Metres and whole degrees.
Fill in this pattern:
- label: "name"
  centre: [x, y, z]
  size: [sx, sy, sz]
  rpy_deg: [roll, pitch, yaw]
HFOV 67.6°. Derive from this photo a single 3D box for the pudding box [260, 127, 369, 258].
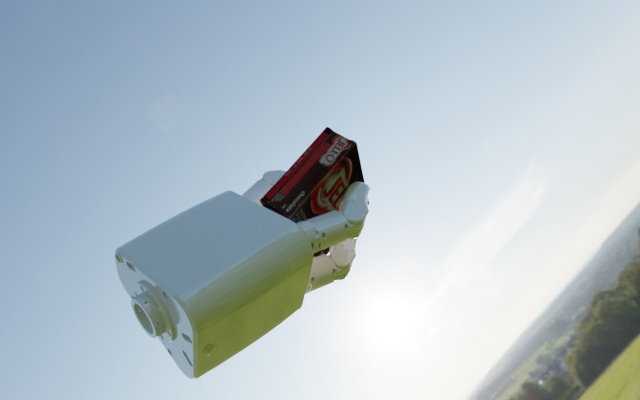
- label: "pudding box"
  centre: [0.000, 0.001, 0.437]
  size: [0.039, 0.090, 0.113]
  rpy_deg: [35, -16, 24]
